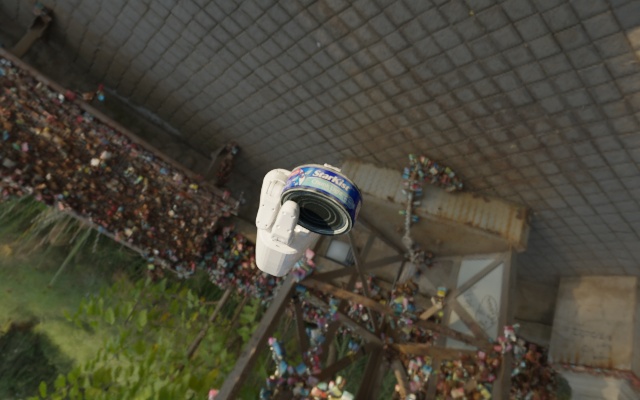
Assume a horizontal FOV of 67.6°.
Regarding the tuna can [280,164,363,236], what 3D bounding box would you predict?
[{"bbox_3d":[0.000,0.002,0.516,0.086,0.033,0.086,17,-33,11],"label":"tuna can"}]
